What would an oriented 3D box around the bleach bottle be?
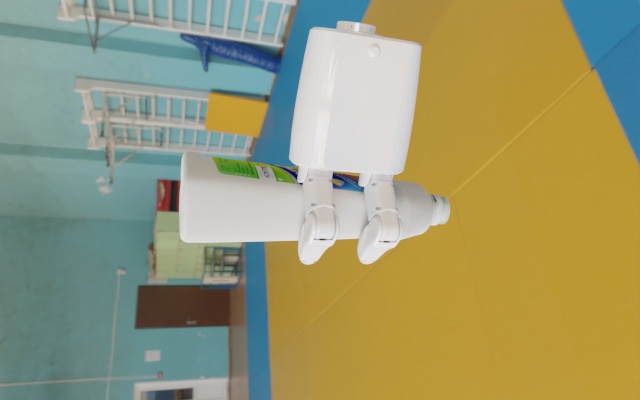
[{"bbox_3d":[0.000,0.002,0.446,0.251,0.068,0.102,3,16,-18],"label":"bleach bottle"}]
